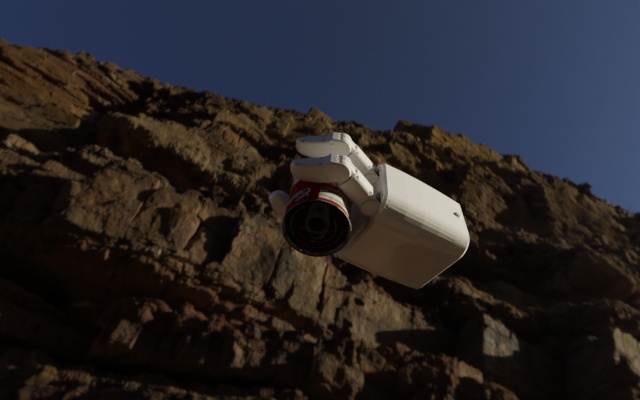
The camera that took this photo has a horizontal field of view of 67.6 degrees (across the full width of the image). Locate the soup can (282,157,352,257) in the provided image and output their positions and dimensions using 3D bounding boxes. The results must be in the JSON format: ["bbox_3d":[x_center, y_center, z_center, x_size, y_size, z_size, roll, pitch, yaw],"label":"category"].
[{"bbox_3d":[0.000,0.001,0.507,0.068,0.068,0.102,0,32,5],"label":"soup can"}]
